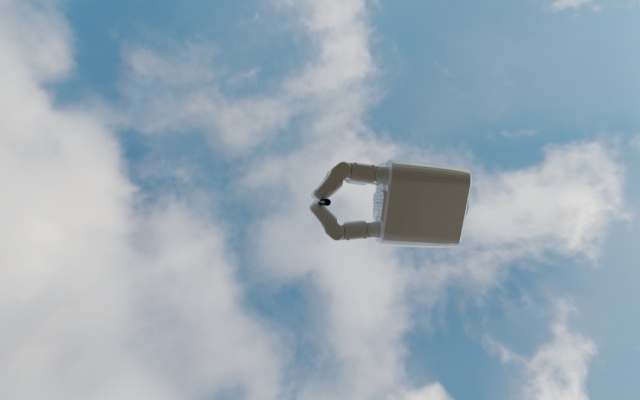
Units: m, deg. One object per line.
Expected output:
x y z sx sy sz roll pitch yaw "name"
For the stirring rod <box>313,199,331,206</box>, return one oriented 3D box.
0.000 0.002 0.633 0.011 0.011 0.239 0 0 -3 "stirring rod"
